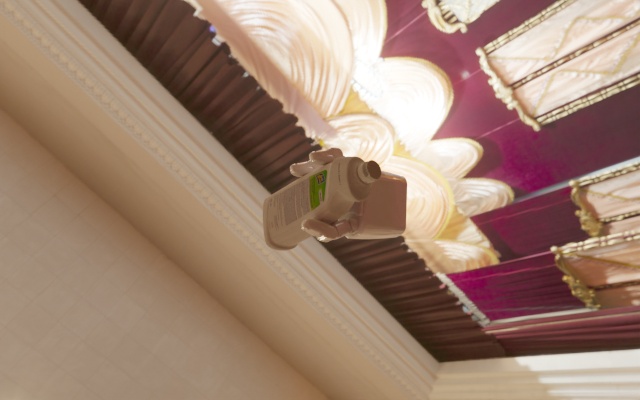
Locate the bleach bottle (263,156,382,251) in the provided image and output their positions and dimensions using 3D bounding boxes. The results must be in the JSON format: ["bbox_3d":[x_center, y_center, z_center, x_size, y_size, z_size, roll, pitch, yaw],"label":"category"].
[{"bbox_3d":[0.000,0.002,0.757,0.068,0.102,0.251,7,-22,-38],"label":"bleach bottle"}]
